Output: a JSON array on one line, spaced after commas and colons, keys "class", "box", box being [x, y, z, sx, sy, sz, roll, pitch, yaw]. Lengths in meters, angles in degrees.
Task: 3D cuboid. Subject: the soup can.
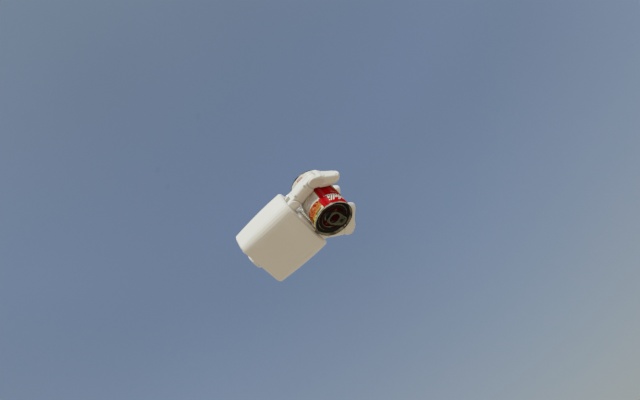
[{"class": "soup can", "box": [0.000, 0.002, 0.805, 0.068, 0.068, 0.102, 0, 34, -32]}]
